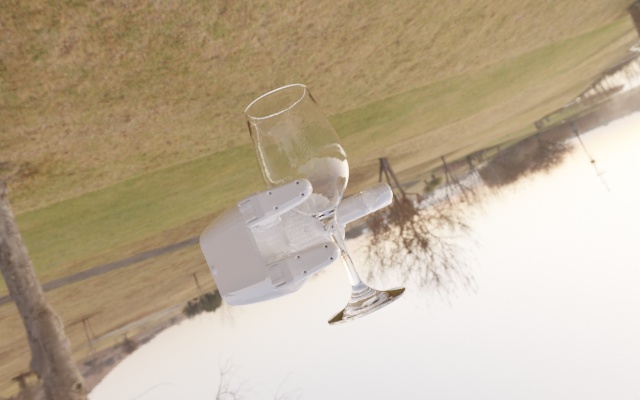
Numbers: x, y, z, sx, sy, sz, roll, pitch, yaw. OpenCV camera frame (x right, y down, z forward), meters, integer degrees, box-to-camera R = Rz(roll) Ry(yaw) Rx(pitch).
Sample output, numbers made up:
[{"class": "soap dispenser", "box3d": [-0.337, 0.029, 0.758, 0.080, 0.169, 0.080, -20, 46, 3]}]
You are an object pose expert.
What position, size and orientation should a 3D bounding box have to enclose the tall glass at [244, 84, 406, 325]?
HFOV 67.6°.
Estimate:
[{"class": "tall glass", "box3d": [0.000, 0.002, 0.422, 0.079, 0.201, 0.079, -24, -4, -2]}]
